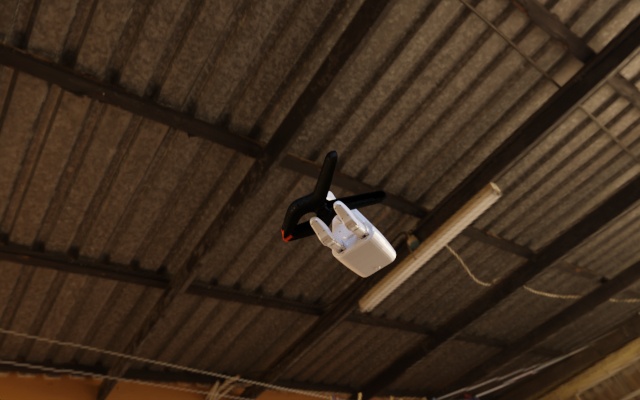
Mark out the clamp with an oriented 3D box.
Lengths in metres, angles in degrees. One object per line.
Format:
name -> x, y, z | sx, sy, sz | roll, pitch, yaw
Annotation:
clamp -> 0.000, 0.003, 0.896 | 0.210, 0.036, 0.165 | -33, -49, 15
